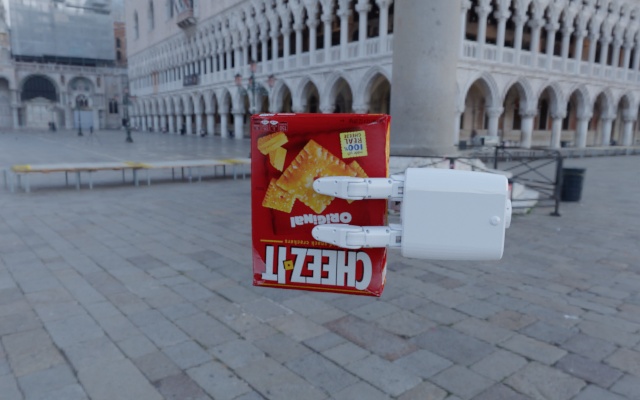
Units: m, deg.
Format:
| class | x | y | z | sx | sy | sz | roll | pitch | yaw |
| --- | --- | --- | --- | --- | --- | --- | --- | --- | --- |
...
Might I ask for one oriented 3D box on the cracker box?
| class | x | y | z | sx | sy | sz | roll | pitch | yaw |
| --- | --- | --- | --- | --- | --- | --- | --- | --- | --- |
| cracker box | 0.000 | 0.002 | 0.585 | 0.164 | 0.214 | 0.072 | 3 | 9 | 12 |
